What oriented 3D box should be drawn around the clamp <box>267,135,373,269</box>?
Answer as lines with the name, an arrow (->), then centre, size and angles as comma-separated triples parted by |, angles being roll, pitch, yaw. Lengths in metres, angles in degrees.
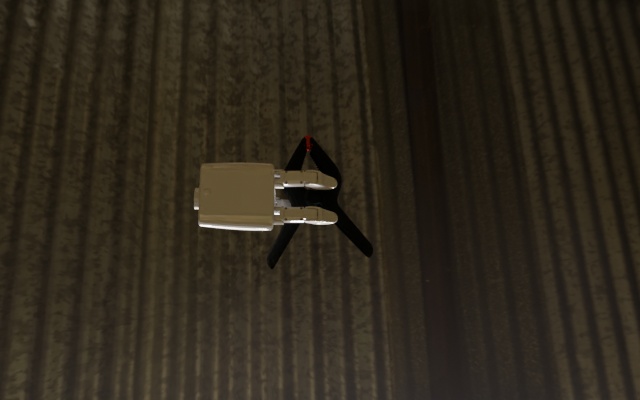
clamp -> 0.000, 0.002, 0.750 | 0.164, 0.210, 0.036 | 2, -11, -10
